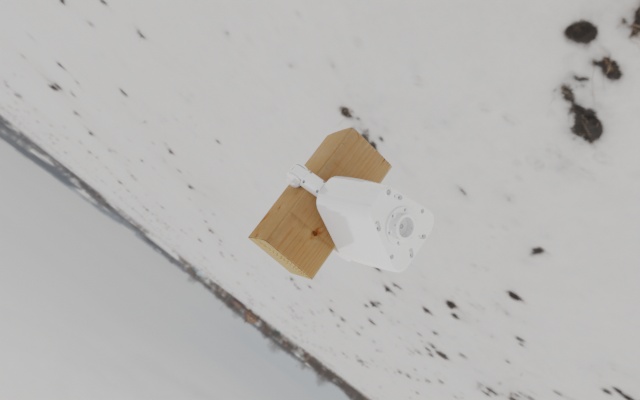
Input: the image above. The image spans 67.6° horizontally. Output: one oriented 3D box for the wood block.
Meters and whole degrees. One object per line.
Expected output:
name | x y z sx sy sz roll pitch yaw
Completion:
wood block | 0.000 0.002 0.705 0.091 0.206 0.090 42 -17 -18
